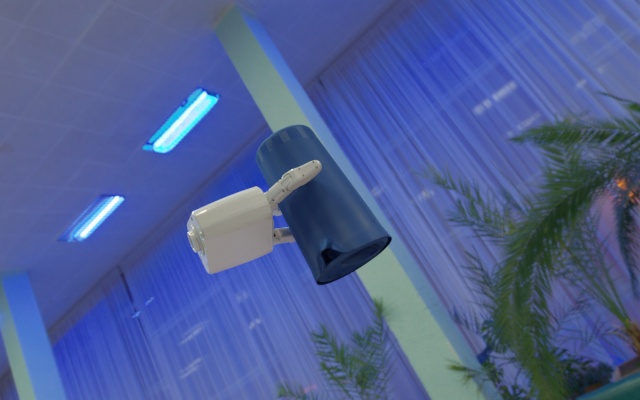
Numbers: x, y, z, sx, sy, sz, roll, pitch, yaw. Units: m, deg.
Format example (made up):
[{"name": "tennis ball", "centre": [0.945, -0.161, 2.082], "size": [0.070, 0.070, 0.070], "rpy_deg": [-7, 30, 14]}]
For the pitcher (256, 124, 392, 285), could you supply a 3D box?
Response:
[{"name": "pitcher", "centre": [0.000, 0.003, 0.768], "size": [0.145, 0.242, 0.149], "rpy_deg": [-23, -22, -22]}]
